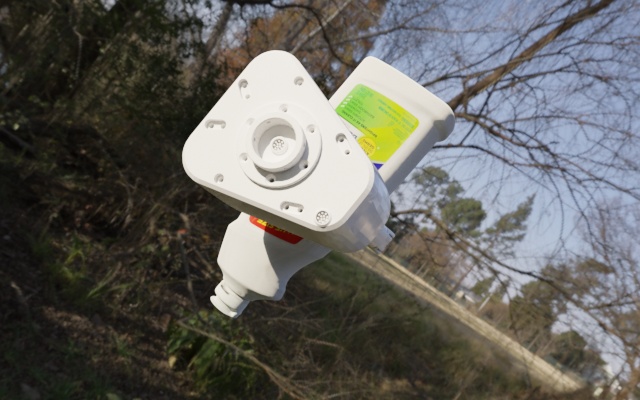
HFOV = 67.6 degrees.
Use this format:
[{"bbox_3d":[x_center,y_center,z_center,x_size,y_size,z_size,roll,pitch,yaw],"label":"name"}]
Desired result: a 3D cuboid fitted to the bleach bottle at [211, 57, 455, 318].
[{"bbox_3d":[0.000,0.001,0.419,0.102,0.251,0.068,38,-1,15],"label":"bleach bottle"}]
